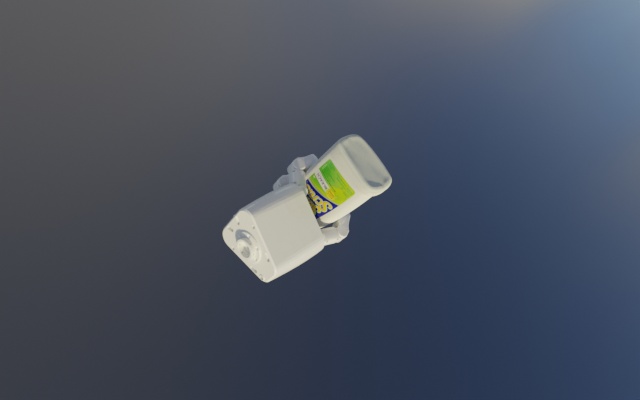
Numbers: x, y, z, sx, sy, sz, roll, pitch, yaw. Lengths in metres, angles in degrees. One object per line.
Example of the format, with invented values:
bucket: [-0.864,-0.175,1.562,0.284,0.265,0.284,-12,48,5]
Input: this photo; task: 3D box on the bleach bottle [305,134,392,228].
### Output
bleach bottle: [0.000,0.002,0.778,0.068,0.102,0.251,-26,-12,-44]
